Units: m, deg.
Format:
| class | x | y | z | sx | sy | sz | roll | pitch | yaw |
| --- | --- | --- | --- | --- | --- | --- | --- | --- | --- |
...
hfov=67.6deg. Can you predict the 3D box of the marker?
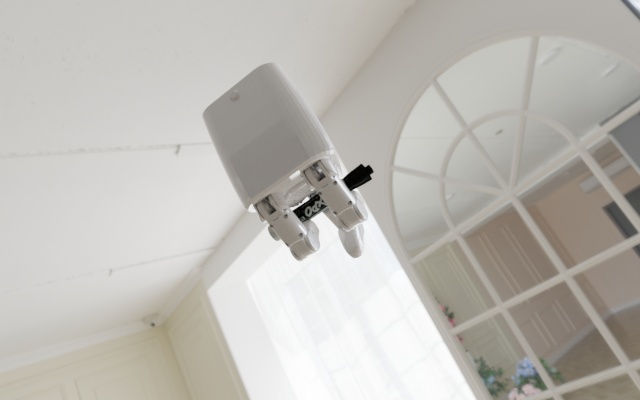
| class | x | y | z | sx | sy | sz | roll | pitch | yaw |
| --- | --- | --- | --- | --- | --- | --- | --- | --- | --- |
| marker | 0.000 | 0.002 | 0.471 | 0.121 | 0.020 | 0.020 | -34 | -10 | 15 |
